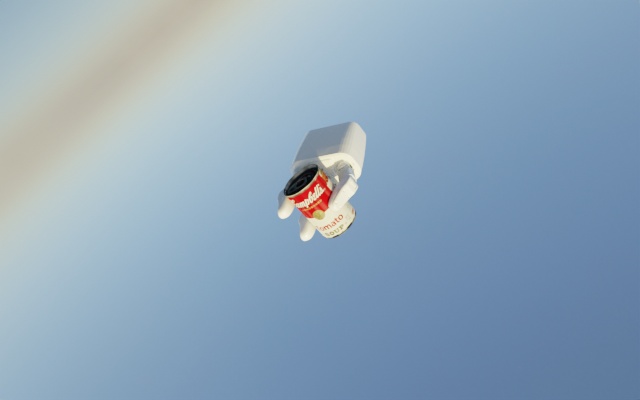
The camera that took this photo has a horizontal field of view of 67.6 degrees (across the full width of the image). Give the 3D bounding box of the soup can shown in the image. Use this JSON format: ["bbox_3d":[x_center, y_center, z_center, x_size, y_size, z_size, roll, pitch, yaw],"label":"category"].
[{"bbox_3d":[0.000,0.003,0.745,0.102,0.068,0.068,48,-26,-26],"label":"soup can"}]
